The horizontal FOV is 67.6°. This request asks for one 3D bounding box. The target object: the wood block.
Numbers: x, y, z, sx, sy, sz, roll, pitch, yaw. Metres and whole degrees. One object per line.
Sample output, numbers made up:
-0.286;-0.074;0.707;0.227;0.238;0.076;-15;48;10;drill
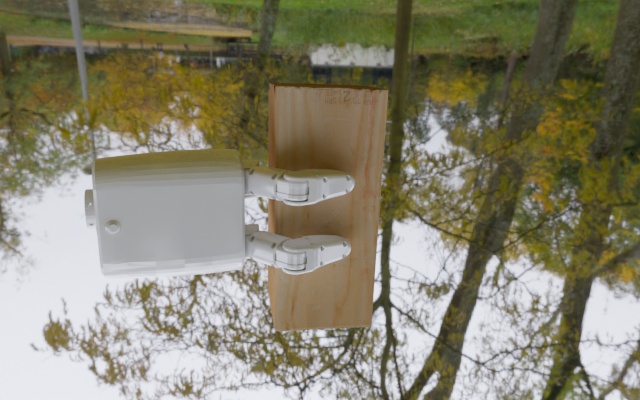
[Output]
0.000;0.001;0.432;0.090;0.206;0.090;-1;16;-10;wood block
